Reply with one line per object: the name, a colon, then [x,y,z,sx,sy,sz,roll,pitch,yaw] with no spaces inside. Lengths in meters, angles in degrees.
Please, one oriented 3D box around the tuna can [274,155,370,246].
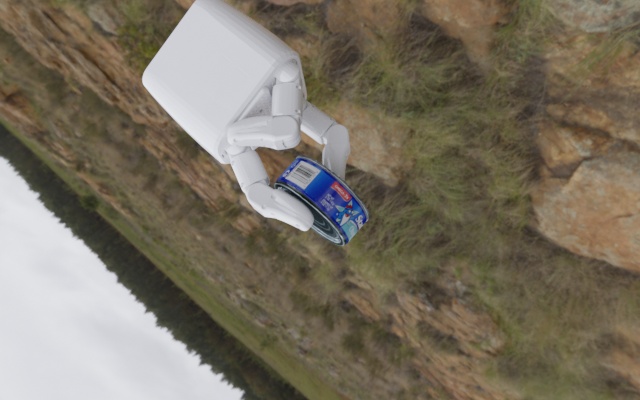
tuna can: [0.000,0.002,0.426,0.086,0.033,0.086,39,-14,11]
